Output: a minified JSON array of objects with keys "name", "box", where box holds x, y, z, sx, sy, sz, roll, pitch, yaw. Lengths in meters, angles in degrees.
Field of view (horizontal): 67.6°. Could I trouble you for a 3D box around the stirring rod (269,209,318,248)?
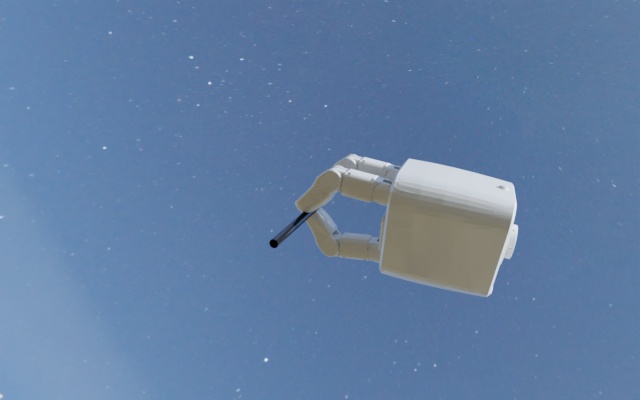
[{"name":"stirring rod","box":[0.000,0.002,0.503,0.011,0.011,0.239,0,17,20]}]
